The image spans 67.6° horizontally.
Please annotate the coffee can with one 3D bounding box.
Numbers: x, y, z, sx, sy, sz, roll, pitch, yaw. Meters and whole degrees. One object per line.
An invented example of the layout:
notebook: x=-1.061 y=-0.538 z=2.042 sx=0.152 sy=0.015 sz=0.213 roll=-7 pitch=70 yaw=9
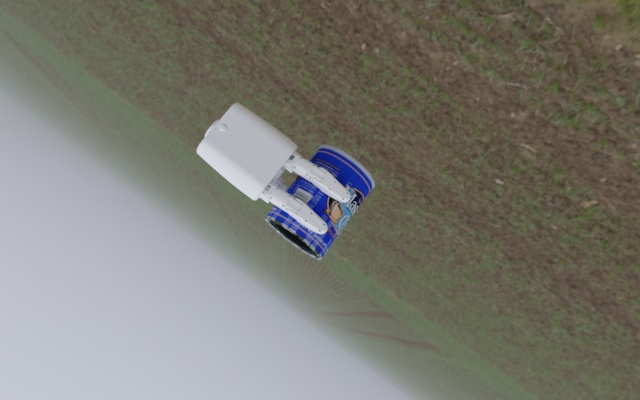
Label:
coffee can: x=0.000 y=0.002 z=0.712 sx=0.103 sy=0.140 sz=0.103 roll=35 pitch=-13 yaw=9
